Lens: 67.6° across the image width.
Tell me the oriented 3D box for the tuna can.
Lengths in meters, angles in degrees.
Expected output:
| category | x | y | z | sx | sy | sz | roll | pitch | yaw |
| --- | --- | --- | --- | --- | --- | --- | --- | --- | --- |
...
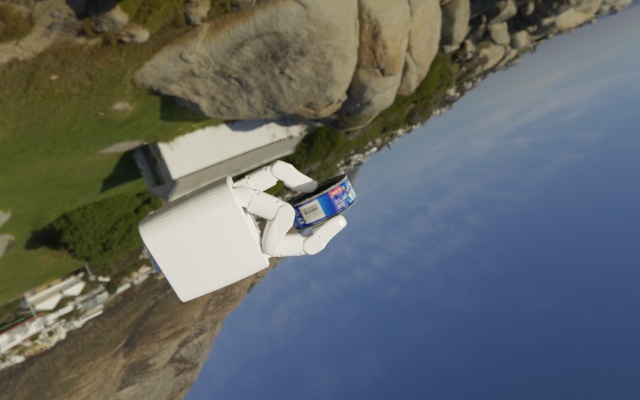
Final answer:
| category | x | y | z | sx | sy | sz | roll | pitch | yaw |
| --- | --- | --- | --- | --- | --- | --- | --- | --- | --- |
| tuna can | 0.000 | 0.002 | 0.581 | 0.086 | 0.034 | 0.086 | -26 | 9 | 4 |
